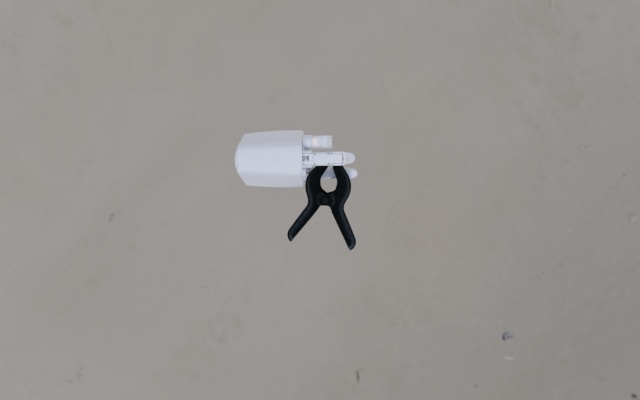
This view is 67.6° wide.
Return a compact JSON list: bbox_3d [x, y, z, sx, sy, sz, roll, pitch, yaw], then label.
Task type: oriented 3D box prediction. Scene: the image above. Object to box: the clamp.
[{"bbox_3d":[0.000,0.003,0.828,0.120,0.171,0.039,-1,6,0],"label":"clamp"}]
